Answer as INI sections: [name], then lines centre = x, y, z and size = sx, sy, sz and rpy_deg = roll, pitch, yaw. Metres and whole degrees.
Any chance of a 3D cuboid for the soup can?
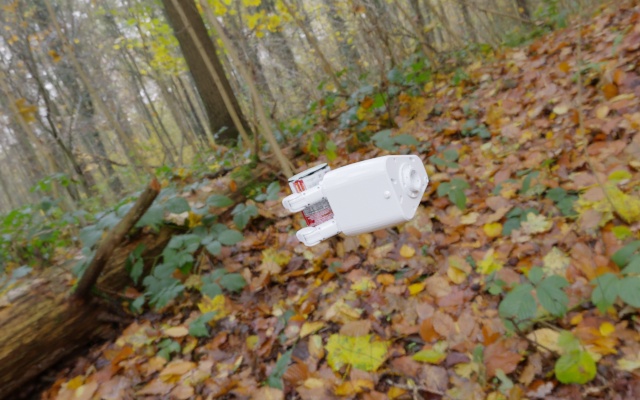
[soup can]
centre = 0.000, 0.002, 0.733
size = 0.068, 0.102, 0.068
rpy_deg = -23, 9, 4
